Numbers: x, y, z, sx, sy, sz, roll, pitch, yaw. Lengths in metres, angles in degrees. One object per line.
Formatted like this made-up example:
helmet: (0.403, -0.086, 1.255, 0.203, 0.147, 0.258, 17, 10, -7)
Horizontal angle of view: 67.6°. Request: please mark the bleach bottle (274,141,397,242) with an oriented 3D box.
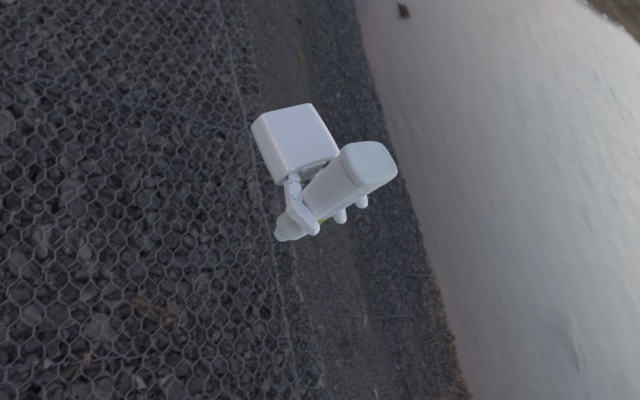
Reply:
bleach bottle: (0.000, 0.002, 0.747, 0.102, 0.068, 0.251, -14, -18, -47)
